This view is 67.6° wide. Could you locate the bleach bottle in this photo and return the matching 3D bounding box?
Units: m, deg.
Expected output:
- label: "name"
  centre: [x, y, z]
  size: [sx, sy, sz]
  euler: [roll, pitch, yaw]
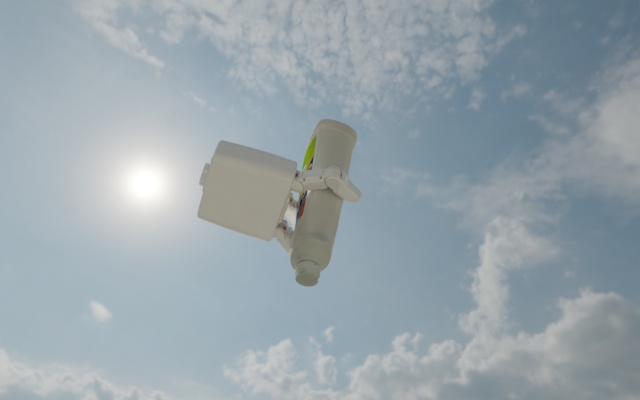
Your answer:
- label: "bleach bottle"
  centre: [0.000, 0.002, 0.658]
  size: [0.068, 0.250, 0.103]
  euler: [19, -45, -10]
